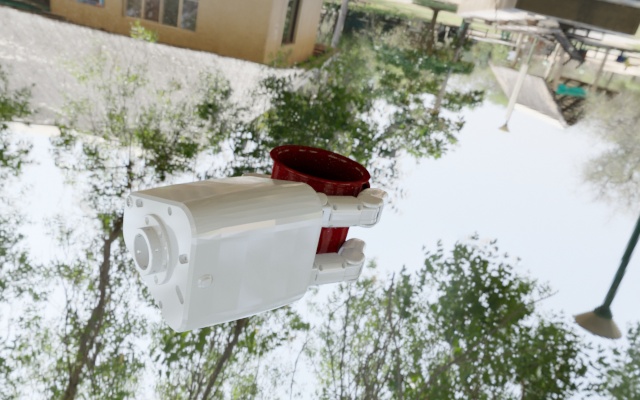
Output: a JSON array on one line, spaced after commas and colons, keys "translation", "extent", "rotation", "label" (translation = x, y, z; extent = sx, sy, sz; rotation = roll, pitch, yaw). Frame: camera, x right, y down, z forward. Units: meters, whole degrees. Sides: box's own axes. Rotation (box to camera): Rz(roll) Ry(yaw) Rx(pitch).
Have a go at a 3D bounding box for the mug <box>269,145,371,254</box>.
[{"translation": [0.001, 0.002, 0.452], "extent": [0.117, 0.081, 0.093], "rotation": [-6, 29, -41], "label": "mug"}]
